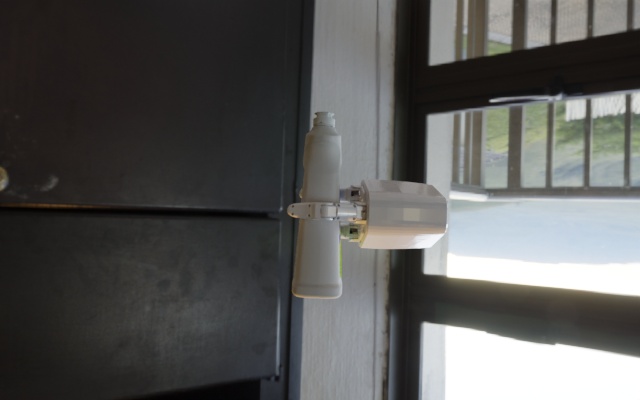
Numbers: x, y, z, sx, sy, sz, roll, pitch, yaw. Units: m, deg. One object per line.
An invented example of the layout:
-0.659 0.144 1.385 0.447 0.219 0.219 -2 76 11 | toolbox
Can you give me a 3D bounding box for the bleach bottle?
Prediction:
0.000 0.002 0.663 0.068 0.251 0.102 2 -1 0 | bleach bottle
